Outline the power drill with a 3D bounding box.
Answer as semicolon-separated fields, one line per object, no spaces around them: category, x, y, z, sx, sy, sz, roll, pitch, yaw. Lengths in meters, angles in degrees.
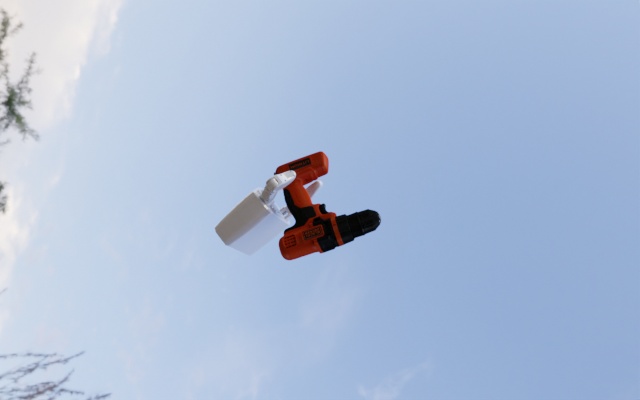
power drill;0.000;0.003;0.864;0.184;0.187;0.057;-18;-33;3
